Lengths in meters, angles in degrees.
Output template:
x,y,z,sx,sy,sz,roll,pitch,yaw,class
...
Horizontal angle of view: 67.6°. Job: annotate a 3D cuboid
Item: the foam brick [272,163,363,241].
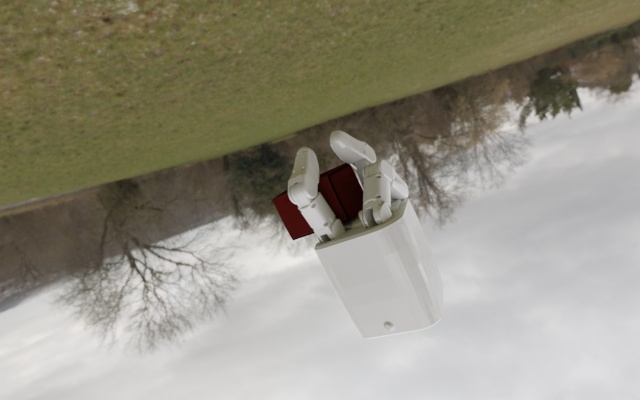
x,y,z,sx,sy,sz,roll,pitch,yaw,class
0.000,0.002,0.502,0.078,0.051,0.053,-21,8,35,foam brick
